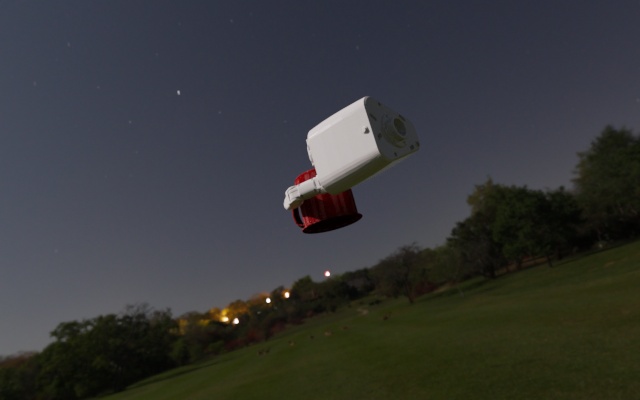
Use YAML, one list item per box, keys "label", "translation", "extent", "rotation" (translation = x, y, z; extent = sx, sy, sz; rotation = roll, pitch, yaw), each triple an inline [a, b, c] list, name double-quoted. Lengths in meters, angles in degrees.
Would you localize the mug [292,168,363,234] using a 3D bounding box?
- label: "mug"
  translation: [-0.001, 0.003, 0.732]
  extent: [0.093, 0.081, 0.117]
  rotation: [1, -21, -46]
